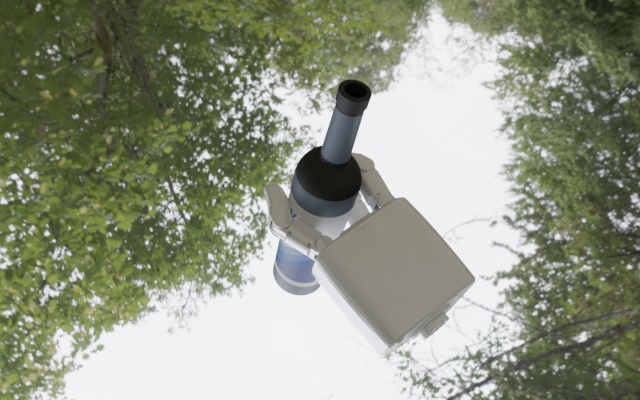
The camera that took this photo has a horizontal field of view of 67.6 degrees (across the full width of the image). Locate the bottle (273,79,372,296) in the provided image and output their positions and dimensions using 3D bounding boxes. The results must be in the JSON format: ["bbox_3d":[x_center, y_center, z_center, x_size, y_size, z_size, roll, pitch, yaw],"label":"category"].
[{"bbox_3d":[0.000,0.002,0.492,0.069,0.069,0.296,0,-37,-14],"label":"bottle"}]
